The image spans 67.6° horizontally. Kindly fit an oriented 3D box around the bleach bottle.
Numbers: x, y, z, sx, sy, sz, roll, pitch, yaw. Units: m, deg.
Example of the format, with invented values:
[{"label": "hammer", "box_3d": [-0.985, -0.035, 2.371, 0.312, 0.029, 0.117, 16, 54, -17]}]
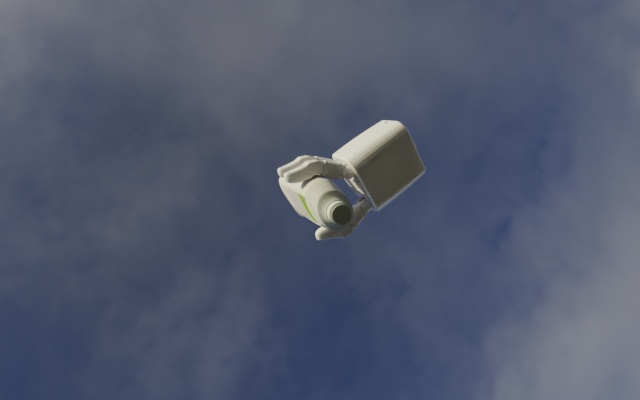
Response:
[{"label": "bleach bottle", "box_3d": [0.000, 0.002, 0.755, 0.068, 0.102, 0.250, -37, 18, -6]}]
